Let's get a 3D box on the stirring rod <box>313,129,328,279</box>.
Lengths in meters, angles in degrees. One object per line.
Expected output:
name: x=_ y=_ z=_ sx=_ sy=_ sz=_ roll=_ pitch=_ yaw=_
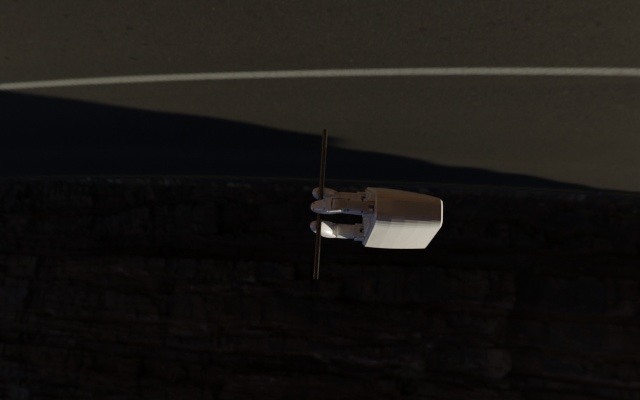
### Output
stirring rod: x=0.000 y=0.002 z=0.752 sx=0.011 sy=0.239 sz=0.011 roll=4 pitch=-12 yaw=1
